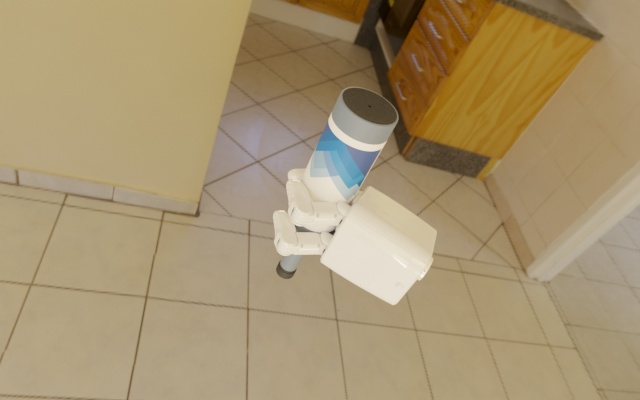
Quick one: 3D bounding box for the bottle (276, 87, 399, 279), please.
[{"bbox_3d":[0.000,0.002,0.588,0.069,0.069,0.296,0,-43,-28],"label":"bottle"}]
